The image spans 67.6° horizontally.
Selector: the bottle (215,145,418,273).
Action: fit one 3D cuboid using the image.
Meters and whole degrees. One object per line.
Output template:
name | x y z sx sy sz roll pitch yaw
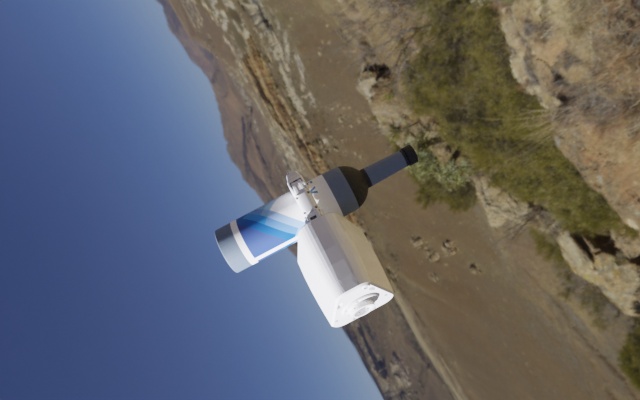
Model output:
bottle | 0.000 0.002 0.664 0.296 0.069 0.069 -28 1 -1
